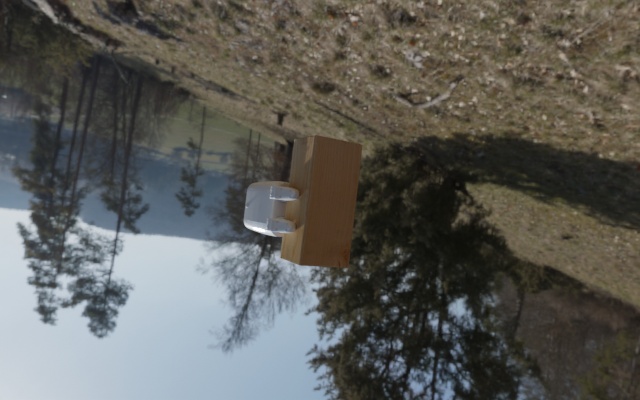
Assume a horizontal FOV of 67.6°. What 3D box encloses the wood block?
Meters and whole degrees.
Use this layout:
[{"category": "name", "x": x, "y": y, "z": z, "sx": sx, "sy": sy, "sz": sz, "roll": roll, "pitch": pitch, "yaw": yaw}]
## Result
[{"category": "wood block", "x": 0.000, "y": 0.003, "z": 0.804, "sx": 0.091, "sy": 0.206, "sz": 0.090, "roll": 7, "pitch": -1, "yaw": -28}]
